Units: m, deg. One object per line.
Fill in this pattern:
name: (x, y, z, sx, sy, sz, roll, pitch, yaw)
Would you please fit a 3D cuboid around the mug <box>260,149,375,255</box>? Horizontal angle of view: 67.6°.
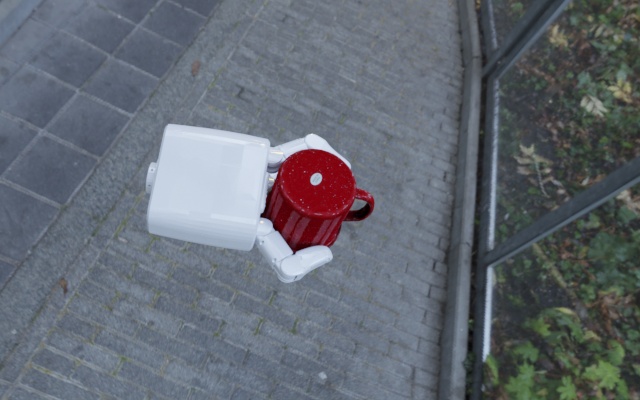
mug: (0.002, 0.002, 0.501, 0.117, 0.093, 0.081, 9, -31, -11)
